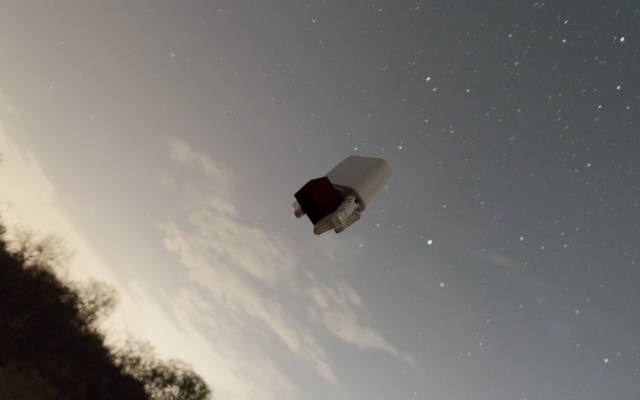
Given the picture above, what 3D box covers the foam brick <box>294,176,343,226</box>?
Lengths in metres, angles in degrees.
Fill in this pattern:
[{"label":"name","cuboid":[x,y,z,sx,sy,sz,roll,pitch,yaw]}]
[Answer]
[{"label":"foam brick","cuboid":[0.000,0.003,0.869,0.051,0.078,0.053,-44,21,-32]}]
